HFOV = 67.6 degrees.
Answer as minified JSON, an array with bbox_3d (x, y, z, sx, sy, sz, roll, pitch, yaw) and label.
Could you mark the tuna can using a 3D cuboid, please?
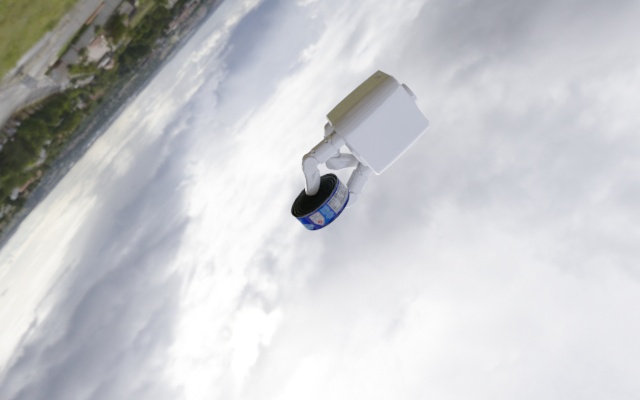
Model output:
[{"bbox_3d":[0.000,0.003,0.692,0.034,0.086,0.086,47,-24,-24],"label":"tuna can"}]
